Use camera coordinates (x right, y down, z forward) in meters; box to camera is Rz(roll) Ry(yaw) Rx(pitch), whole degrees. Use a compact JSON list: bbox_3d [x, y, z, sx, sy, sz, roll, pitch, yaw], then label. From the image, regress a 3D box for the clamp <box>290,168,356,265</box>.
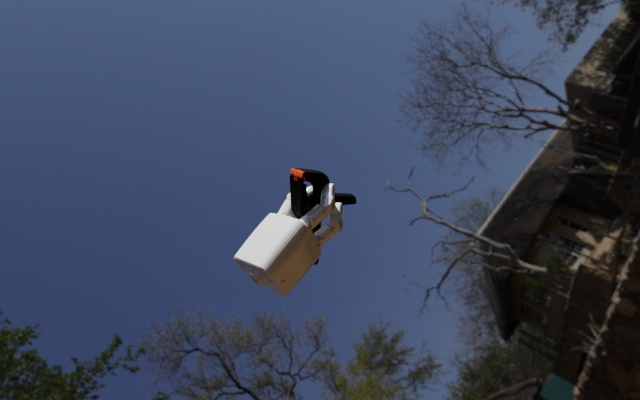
[{"bbox_3d":[-0.001,0.002,0.878,0.036,0.164,0.210,20,-30,33],"label":"clamp"}]
